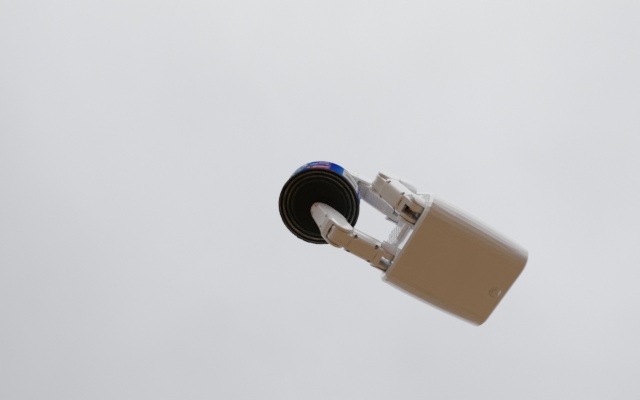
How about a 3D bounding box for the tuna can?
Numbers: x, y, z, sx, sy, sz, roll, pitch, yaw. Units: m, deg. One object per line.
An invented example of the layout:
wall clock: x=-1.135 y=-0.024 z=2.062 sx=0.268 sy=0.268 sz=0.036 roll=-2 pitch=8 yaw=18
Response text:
tuna can: x=0.000 y=0.001 z=0.511 sx=0.086 sy=0.086 sz=0.033 roll=0 pitch=20 yaw=8
